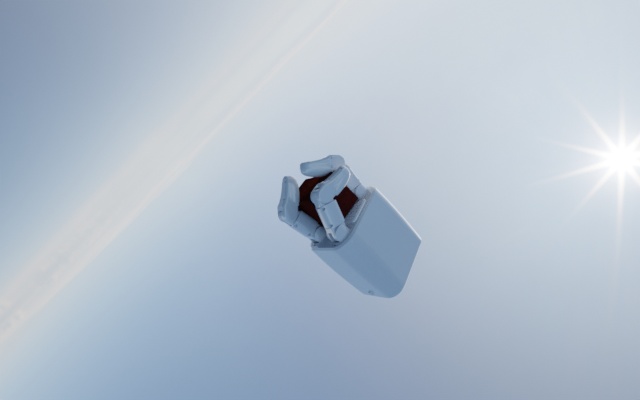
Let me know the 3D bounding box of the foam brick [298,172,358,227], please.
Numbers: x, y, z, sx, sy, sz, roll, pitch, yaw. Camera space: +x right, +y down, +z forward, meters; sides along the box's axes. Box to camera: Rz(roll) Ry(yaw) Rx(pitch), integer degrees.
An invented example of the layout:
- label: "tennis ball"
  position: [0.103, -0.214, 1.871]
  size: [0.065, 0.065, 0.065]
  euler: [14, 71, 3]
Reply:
- label: "foam brick"
  position: [0.000, 0.002, 0.633]
  size: [0.051, 0.053, 0.078]
  euler: [44, -22, -17]
